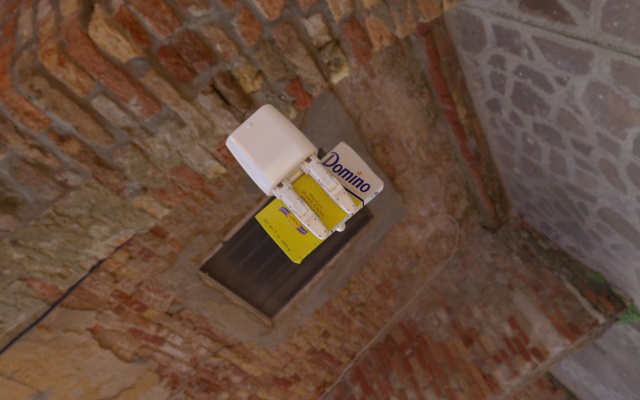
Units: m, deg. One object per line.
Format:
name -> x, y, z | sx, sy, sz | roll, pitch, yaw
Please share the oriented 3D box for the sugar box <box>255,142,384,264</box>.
sugar box -> 0.000, 0.002, 0.714 | 0.176, 0.093, 0.048 | -42, -12, -2
